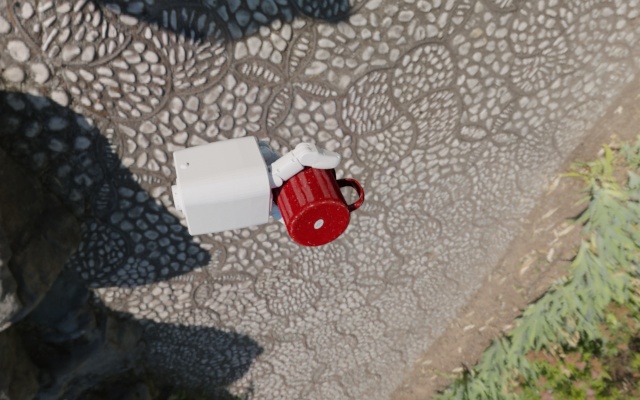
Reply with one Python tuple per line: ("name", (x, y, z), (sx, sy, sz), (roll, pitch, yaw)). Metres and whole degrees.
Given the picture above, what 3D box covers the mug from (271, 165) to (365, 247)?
("mug", (0.002, 0.002, 0.612), (0.117, 0.093, 0.081), (-12, 45, -12))
